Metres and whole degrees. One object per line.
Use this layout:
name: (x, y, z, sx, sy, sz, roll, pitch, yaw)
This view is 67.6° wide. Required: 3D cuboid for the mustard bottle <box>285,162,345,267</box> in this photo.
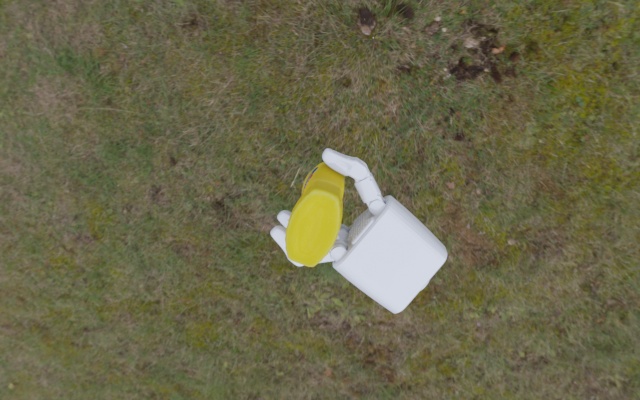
mustard bottle: (0.000, 0.002, 0.615, 0.058, 0.096, 0.191, 18, 20, -1)
